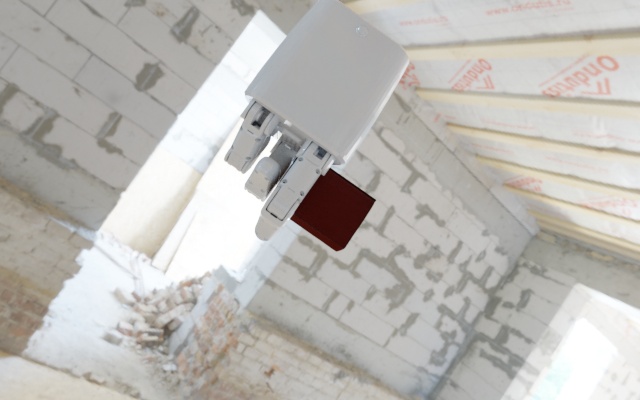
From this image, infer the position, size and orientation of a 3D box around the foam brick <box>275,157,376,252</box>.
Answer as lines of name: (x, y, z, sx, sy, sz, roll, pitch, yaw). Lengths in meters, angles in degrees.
foam brick: (0.000, 0.002, 0.415, 0.078, 0.051, 0.053, 35, -10, -2)
